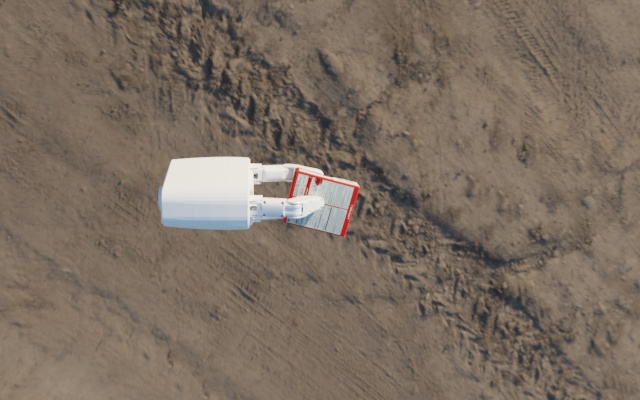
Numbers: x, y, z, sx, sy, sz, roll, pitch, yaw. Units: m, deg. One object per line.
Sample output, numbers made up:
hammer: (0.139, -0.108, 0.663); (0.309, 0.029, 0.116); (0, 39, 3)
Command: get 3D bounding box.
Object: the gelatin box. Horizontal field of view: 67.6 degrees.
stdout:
gelatin box: (0.000, 0.002, 0.643); (0.089, 0.073, 0.030); (14, 13, -7)
